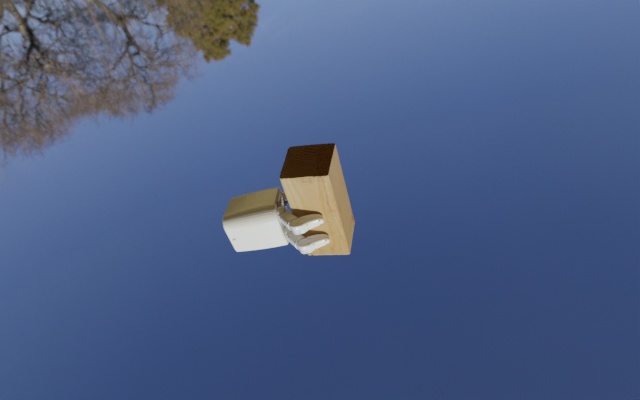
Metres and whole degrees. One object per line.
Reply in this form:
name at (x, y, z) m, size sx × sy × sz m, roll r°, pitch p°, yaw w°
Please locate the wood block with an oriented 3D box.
wood block at (0.000, 0.003, 0.899) m, size 0.090 × 0.090 × 0.206 m, roll -3°, pitch -46°, yaw 15°
